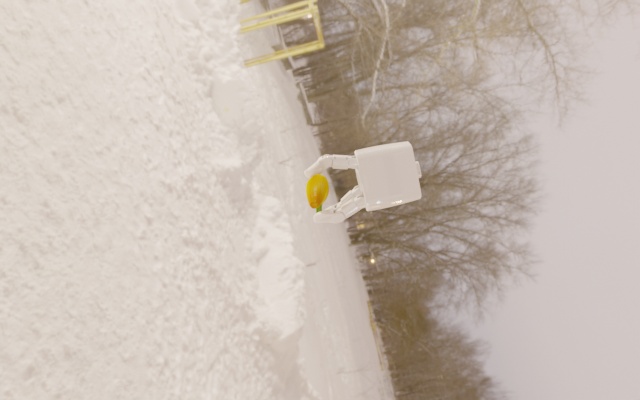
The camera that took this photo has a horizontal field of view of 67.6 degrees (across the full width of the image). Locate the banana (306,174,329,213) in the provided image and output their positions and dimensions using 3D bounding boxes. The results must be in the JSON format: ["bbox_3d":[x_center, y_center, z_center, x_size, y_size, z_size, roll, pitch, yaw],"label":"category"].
[{"bbox_3d":[-0.002,-0.015,0.876,0.037,0.069,0.198,-9,-5,4],"label":"banana"}]
